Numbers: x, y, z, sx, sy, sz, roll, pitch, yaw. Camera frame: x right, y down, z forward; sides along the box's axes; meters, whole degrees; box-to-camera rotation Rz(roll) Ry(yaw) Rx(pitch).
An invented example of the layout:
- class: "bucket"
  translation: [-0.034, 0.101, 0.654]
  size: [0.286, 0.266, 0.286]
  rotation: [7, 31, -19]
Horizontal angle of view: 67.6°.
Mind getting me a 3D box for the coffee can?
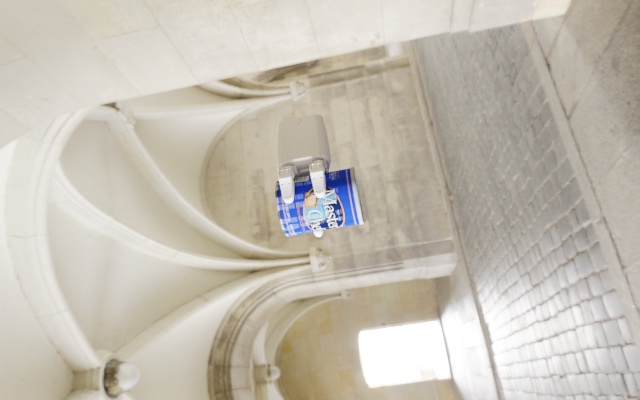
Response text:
- class: "coffee can"
  translation: [0.000, 0.003, 0.853]
  size: [0.140, 0.103, 0.103]
  rotation: [-10, -1, 6]
